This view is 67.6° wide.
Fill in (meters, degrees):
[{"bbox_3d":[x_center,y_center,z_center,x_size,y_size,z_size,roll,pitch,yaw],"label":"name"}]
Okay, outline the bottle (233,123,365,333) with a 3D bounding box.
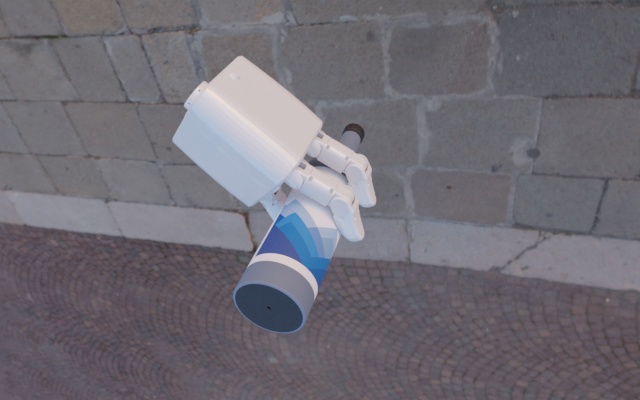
[{"bbox_3d":[0.000,0.002,0.511,0.069,0.069,0.295,0,38,22],"label":"bottle"}]
